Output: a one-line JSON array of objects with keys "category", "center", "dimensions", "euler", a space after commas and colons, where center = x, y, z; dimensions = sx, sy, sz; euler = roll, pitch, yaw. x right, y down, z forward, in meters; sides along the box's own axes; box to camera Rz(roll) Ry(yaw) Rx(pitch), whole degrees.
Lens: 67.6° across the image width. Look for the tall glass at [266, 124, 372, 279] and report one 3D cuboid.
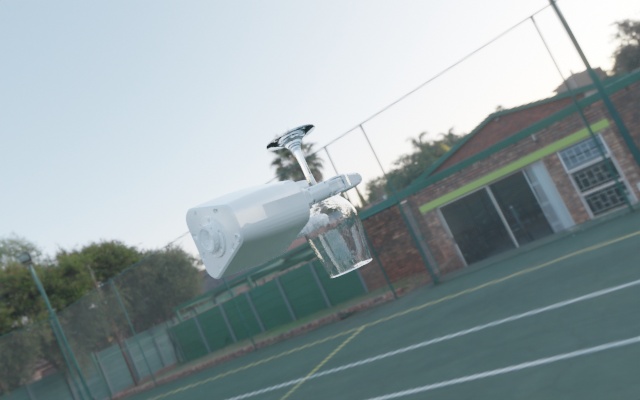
[{"category": "tall glass", "center": [0.000, 0.001, 0.650], "dimensions": [0.079, 0.201, 0.079], "euler": [-25, -5, -2]}]
